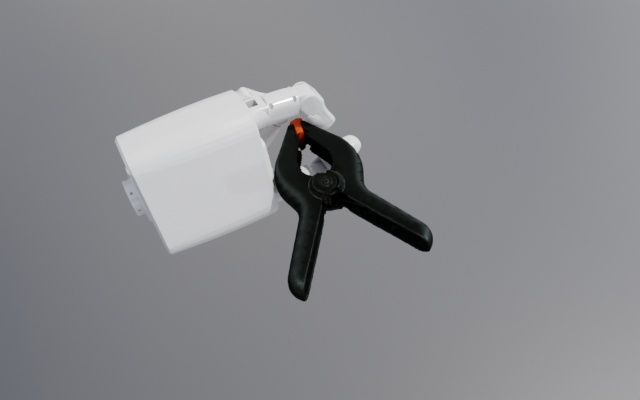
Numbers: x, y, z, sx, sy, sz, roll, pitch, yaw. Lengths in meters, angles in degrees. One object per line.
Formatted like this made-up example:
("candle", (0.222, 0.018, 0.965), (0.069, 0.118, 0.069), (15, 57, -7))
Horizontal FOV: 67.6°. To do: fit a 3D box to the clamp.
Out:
("clamp", (0.000, 0.001, 0.408), (0.120, 0.171, 0.039), (-25, -34, -17))
